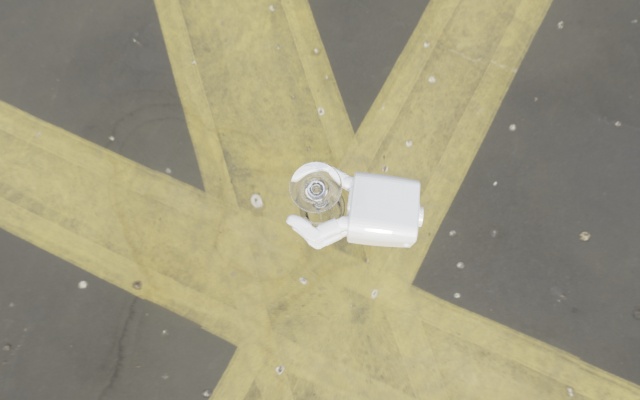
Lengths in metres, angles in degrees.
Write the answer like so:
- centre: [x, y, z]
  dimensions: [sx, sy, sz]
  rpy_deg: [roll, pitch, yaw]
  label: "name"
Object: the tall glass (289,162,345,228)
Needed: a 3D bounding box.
- centre: [0.000, 0.002, 0.763]
  dimensions: [0.079, 0.079, 0.201]
  rpy_deg: [0, -12, 4]
  label: "tall glass"
